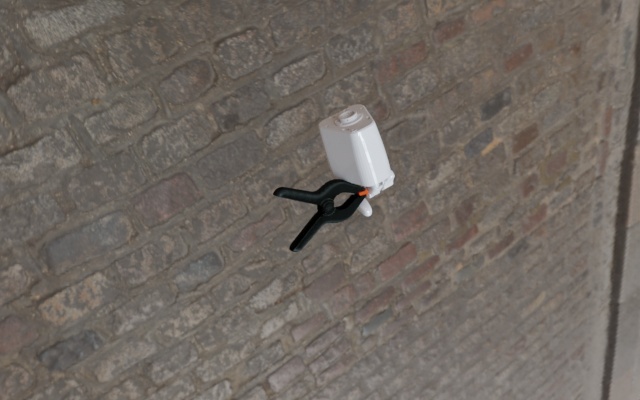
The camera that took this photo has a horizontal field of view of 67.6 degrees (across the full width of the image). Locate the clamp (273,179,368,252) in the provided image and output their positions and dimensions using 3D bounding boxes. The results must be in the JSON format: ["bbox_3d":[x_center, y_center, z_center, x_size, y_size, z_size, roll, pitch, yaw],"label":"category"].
[{"bbox_3d":[0.001,0.003,0.834,0.171,0.120,0.039,-31,30,-16],"label":"clamp"}]
